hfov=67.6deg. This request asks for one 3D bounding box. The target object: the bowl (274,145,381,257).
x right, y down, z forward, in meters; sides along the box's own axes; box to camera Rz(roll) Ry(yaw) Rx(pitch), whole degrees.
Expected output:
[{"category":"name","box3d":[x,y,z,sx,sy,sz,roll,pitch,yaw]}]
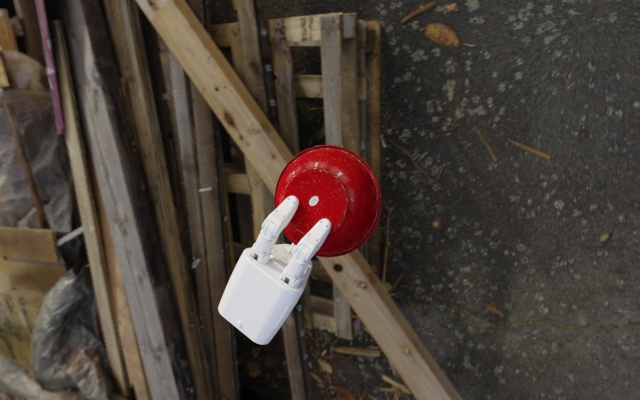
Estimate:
[{"category":"bowl","box3d":[0.000,0.001,0.660,0.162,0.162,0.055,0,2,18]}]
